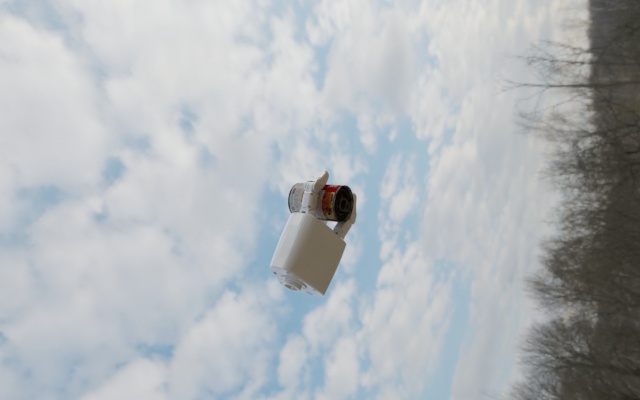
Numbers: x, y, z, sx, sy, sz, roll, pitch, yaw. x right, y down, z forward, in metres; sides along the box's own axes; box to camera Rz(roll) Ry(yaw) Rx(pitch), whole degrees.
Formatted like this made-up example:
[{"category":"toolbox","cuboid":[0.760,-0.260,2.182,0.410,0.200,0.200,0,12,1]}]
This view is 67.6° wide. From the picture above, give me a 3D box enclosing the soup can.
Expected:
[{"category":"soup can","cuboid":[0.000,0.002,0.873,0.102,0.068,0.068,5,3,34]}]
